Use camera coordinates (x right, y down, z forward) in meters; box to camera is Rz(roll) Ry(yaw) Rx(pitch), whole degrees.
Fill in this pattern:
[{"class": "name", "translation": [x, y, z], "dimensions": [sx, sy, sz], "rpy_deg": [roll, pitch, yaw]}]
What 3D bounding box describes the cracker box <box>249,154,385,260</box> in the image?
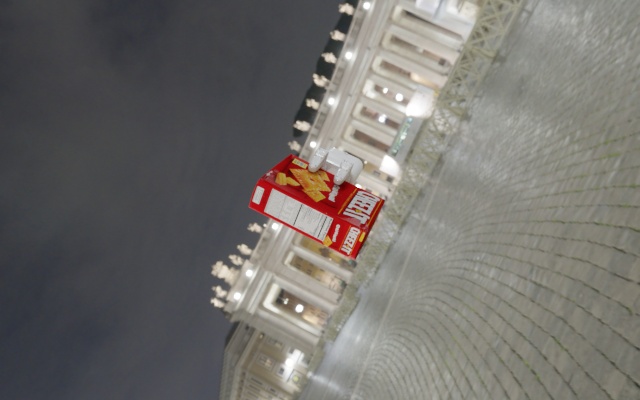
[{"class": "cracker box", "translation": [0.000, 0.003, 0.891], "dimensions": [0.213, 0.072, 0.164], "rpy_deg": [26, 26, 8]}]
